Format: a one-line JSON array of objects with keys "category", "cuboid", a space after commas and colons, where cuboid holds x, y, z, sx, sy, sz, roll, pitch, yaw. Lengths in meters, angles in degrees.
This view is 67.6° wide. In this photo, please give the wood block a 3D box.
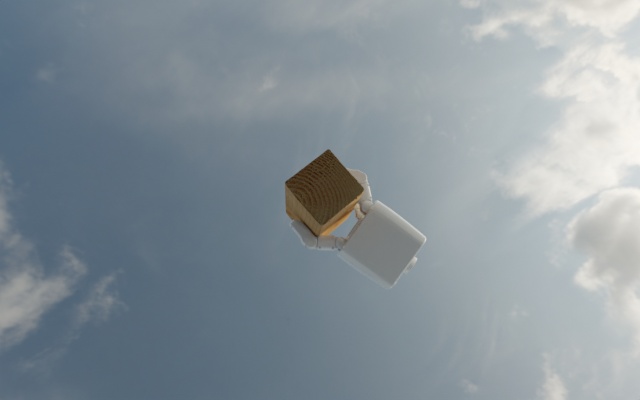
[{"category": "wood block", "cuboid": [0.000, 0.003, 0.821, 0.091, 0.090, 0.206, -39, -8, -12]}]
